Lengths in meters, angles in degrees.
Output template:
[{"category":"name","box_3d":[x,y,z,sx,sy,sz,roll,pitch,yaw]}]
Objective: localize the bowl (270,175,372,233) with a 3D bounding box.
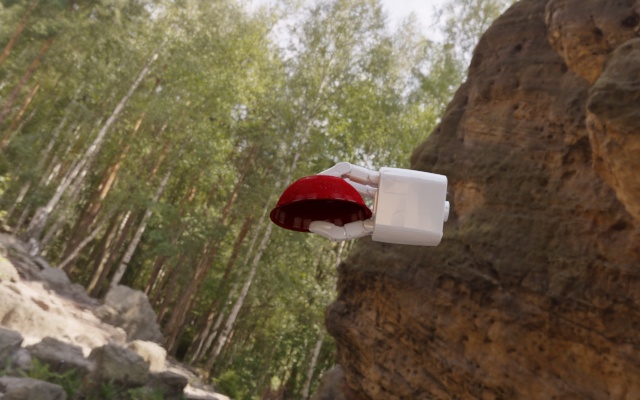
[{"category":"bowl","box_3d":[-0.001,0.002,0.760,0.162,0.055,0.162,-2,-21,-1]}]
